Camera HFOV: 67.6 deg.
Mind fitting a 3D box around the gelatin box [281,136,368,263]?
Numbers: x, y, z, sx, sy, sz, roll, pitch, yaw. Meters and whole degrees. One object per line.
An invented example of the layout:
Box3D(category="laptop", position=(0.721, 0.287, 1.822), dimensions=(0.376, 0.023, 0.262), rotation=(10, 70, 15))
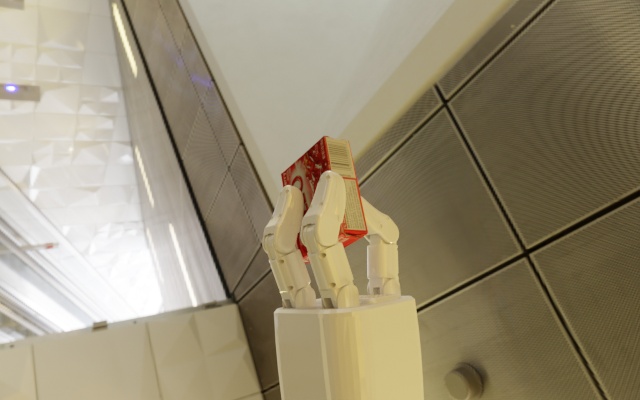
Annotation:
Box3D(category="gelatin box", position=(0.000, 0.001, 0.408), dimensions=(0.030, 0.089, 0.073), rotation=(6, -27, -34))
